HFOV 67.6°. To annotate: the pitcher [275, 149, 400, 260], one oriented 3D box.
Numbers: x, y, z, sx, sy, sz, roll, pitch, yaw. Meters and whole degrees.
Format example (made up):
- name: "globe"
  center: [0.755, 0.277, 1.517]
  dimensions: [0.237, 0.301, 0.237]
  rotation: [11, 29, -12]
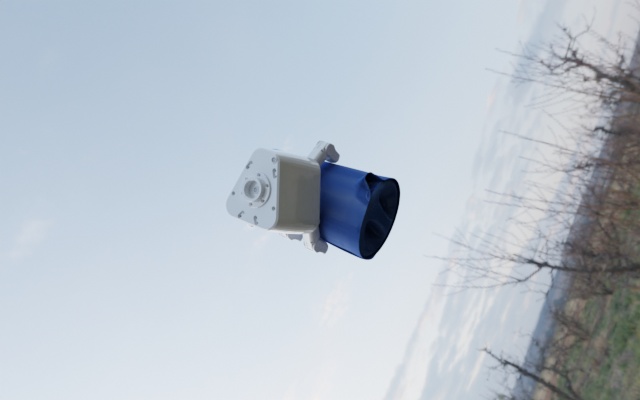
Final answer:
- name: "pitcher"
  center: [0.000, 0.003, 0.798]
  dimensions: [0.243, 0.149, 0.145]
  rotation: [20, 7, 29]
